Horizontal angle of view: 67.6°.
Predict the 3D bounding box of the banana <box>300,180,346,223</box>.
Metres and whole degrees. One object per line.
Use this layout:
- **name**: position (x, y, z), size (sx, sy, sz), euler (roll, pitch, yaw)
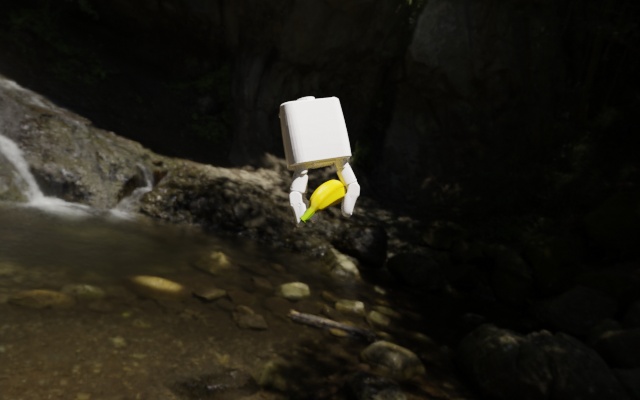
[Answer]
- **banana**: position (0.013, -0.008, 0.833), size (0.069, 0.037, 0.198), euler (-38, -4, 17)
